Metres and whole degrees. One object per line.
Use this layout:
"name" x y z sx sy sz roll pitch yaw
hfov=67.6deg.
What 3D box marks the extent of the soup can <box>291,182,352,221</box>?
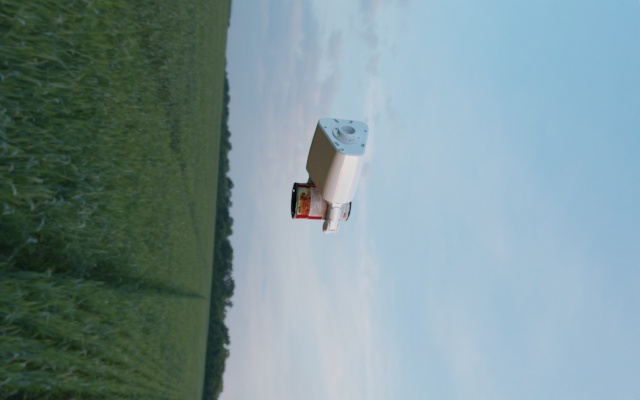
"soup can" 0.000 0.003 0.884 0.102 0.068 0.068 3 -1 -12
